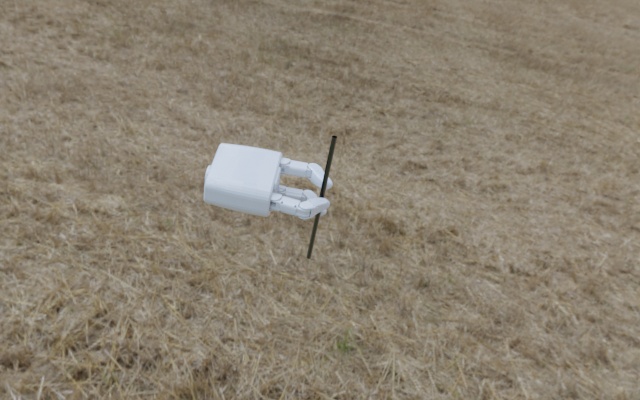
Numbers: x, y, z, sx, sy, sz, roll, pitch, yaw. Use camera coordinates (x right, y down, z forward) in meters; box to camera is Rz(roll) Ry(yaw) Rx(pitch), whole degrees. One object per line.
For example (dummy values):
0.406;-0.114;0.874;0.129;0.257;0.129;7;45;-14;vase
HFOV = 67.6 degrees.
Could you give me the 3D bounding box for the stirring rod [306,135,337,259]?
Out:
0.000;0.003;0.786;0.011;0.240;0.011;9;33;-6;stirring rod
